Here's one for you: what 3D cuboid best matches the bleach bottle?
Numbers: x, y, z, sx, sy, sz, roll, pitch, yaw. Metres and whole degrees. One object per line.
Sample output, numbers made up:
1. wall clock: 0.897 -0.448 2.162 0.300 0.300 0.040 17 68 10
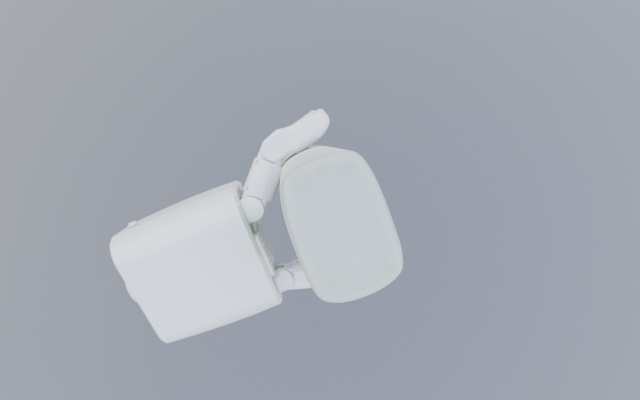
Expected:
1. bleach bottle: 0.000 0.001 0.430 0.068 0.102 0.251 -20 9 -4
